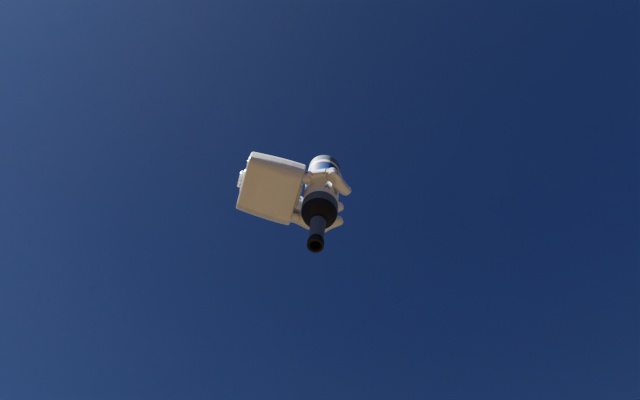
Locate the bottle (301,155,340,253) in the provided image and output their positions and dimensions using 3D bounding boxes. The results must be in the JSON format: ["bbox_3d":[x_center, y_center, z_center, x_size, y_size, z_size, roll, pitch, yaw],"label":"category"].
[{"bbox_3d":[0.000,0.003,0.892,0.069,0.069,0.295,0,28,4],"label":"bottle"}]
